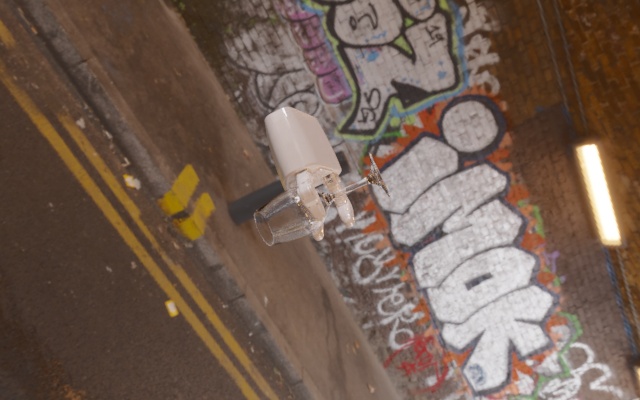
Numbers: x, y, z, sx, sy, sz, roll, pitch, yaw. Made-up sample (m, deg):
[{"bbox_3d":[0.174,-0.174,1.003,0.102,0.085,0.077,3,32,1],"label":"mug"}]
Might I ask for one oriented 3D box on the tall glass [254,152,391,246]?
[{"bbox_3d":[0.001,0.002,0.731,0.201,0.079,0.079,-25,-4,8],"label":"tall glass"}]
